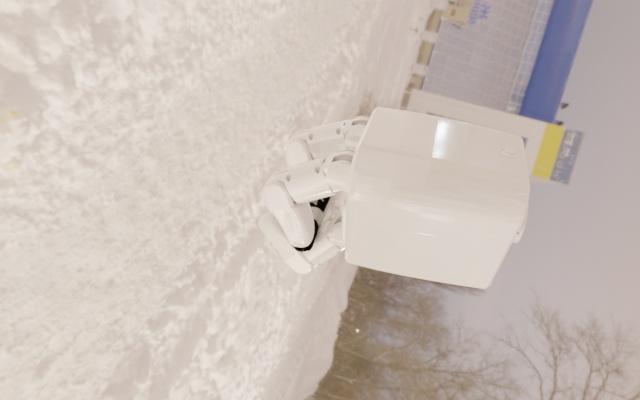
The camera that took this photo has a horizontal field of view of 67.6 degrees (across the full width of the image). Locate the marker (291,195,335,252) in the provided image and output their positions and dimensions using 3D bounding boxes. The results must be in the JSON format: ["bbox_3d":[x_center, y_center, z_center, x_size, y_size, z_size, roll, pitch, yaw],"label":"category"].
[{"bbox_3d":[0.000,0.001,0.407,0.020,0.020,0.121,0,34,19],"label":"marker"}]
